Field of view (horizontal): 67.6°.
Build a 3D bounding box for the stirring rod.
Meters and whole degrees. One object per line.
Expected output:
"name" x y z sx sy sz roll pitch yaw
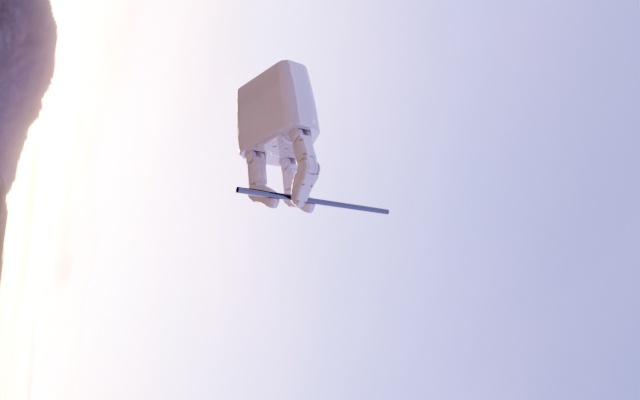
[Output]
"stirring rod" 0.000 0.002 0.626 0.239 0.011 0.011 9 -5 -35
